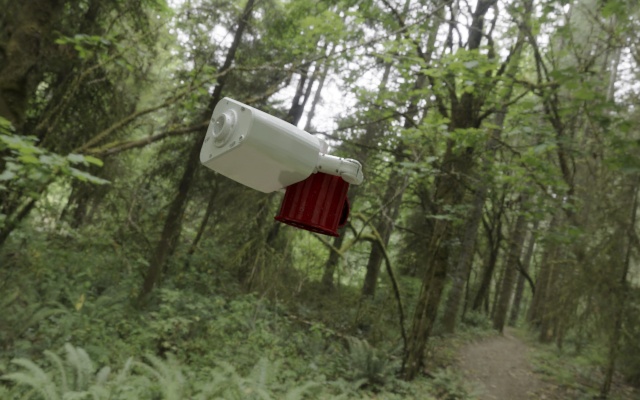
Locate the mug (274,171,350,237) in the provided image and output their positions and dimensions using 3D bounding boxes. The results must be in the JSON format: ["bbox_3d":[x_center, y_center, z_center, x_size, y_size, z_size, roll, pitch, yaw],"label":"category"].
[{"bbox_3d":[0.001,0.002,0.663,0.117,0.081,0.093,23,-11,-41],"label":"mug"}]
